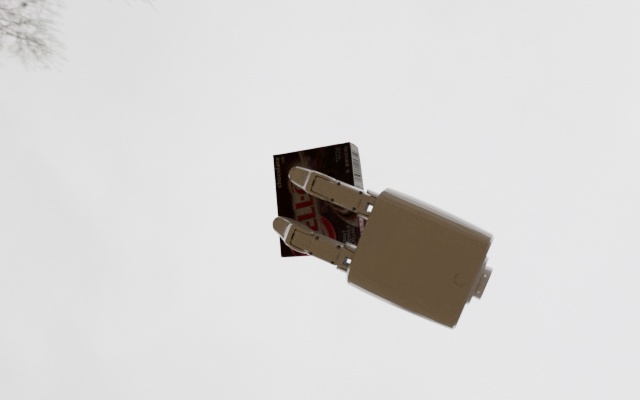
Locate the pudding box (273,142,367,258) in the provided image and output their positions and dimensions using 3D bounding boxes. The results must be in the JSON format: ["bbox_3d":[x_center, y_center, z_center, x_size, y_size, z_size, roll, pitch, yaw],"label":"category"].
[{"bbox_3d":[0.000,0.002,0.502,0.090,0.113,0.039,-7,-7,22],"label":"pudding box"}]
